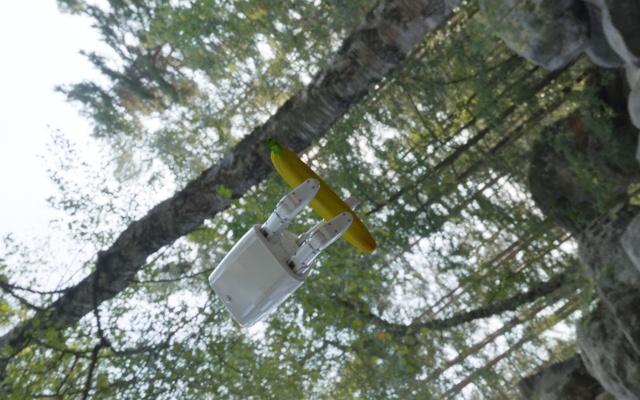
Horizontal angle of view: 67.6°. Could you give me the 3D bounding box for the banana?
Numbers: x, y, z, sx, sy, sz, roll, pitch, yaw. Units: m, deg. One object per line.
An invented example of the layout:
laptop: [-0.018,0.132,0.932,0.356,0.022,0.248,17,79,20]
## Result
banana: [-0.002,-0.005,0.636,0.037,0.198,0.069,-44,9,9]
